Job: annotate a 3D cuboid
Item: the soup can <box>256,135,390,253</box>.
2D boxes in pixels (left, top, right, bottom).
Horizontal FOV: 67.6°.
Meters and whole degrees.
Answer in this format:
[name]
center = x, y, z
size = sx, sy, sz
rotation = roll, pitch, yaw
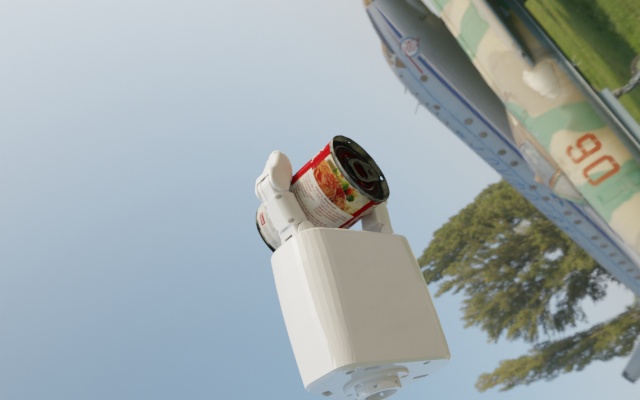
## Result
[soup can]
center = 0.000, 0.001, 0.416
size = 0.102, 0.068, 0.068
rotation = -40, -22, 28
